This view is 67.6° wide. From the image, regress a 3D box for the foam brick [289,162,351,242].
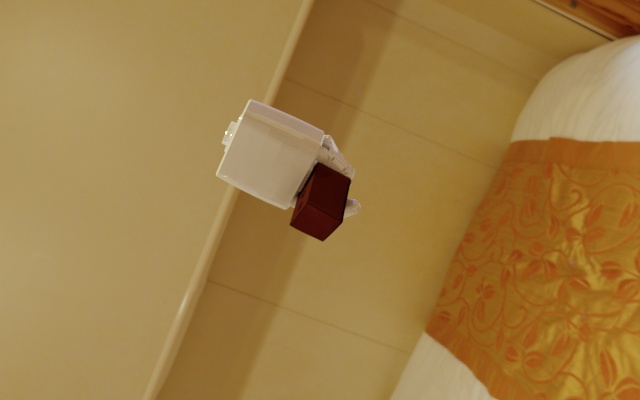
[{"bbox_3d":[0.000,0.002,0.609,0.051,0.078,0.053,27,-45,-14],"label":"foam brick"}]
